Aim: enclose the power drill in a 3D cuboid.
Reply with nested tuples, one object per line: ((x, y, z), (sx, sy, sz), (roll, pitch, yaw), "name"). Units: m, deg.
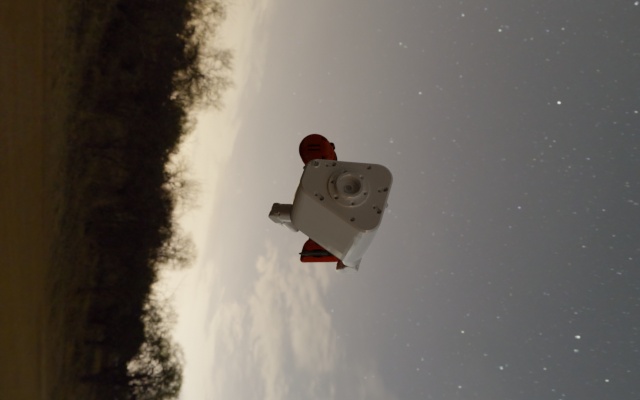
((0.000, 0.003, 0.740), (0.057, 0.187, 0.184), (-3, -6, 7), "power drill")
